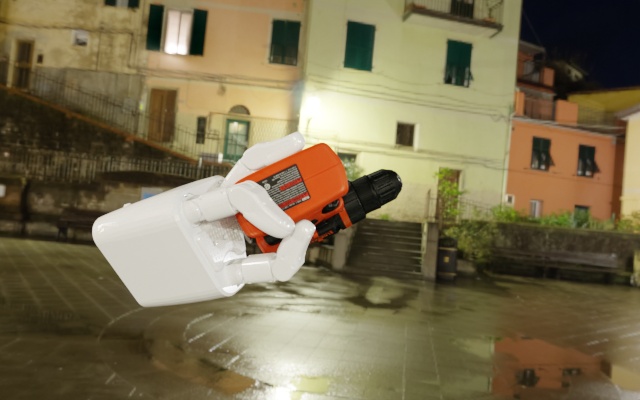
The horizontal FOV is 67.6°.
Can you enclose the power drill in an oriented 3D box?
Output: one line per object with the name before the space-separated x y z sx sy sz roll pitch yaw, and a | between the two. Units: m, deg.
power drill | 0.000 0.002 0.497 0.184 0.057 0.188 -27 -15 4
